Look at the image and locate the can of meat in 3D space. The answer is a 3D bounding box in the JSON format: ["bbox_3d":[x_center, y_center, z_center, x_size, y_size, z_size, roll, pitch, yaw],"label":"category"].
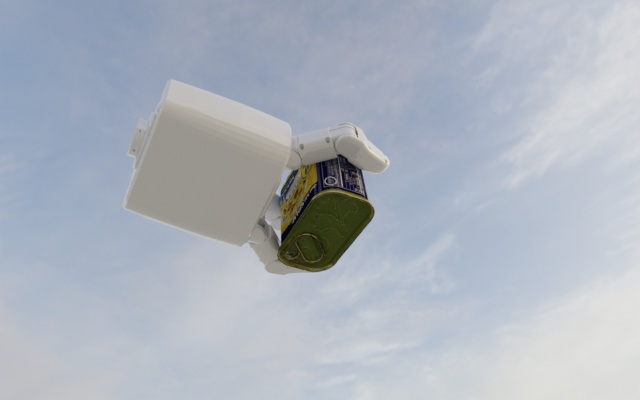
[{"bbox_3d":[0.000,0.001,0.441,0.057,0.083,0.102,17,-50,-22],"label":"can of meat"}]
